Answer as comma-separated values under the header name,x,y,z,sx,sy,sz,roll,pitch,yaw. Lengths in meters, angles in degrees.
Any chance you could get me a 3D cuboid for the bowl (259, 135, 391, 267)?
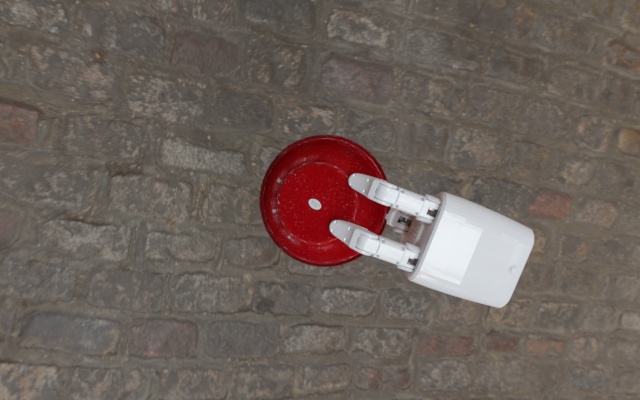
name,x,y,z,sx,sy,sz,roll,pitch,yaw
bowl,-0.001,0.002,0.556,0.162,0.162,0.055,0,2,9
